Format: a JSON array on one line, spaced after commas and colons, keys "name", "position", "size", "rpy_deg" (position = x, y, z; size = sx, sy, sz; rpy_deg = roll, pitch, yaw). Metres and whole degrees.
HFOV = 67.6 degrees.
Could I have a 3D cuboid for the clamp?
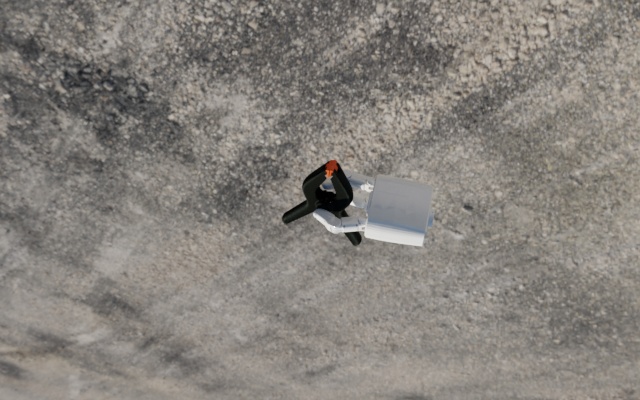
[{"name": "clamp", "position": [0.000, 0.003, 0.887], "size": [0.164, 0.036, 0.210], "rpy_deg": [12, -39, 11]}]
